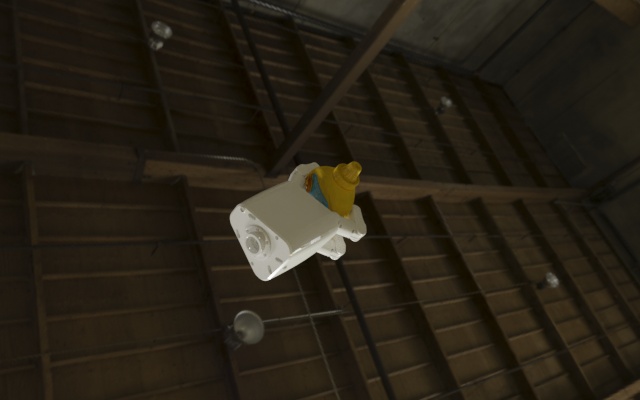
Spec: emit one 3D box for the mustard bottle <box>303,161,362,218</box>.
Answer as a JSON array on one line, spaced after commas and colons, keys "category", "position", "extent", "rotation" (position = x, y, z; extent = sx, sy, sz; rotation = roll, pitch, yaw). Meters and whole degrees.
[{"category": "mustard bottle", "position": [0.000, 0.003, 0.750], "extent": [0.058, 0.096, 0.192], "rotation": [4, -36, -38]}]
